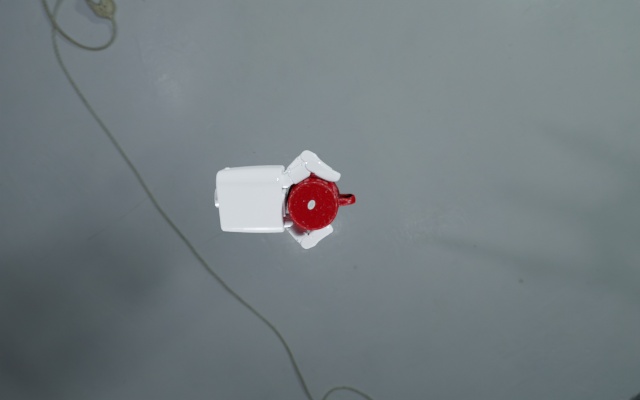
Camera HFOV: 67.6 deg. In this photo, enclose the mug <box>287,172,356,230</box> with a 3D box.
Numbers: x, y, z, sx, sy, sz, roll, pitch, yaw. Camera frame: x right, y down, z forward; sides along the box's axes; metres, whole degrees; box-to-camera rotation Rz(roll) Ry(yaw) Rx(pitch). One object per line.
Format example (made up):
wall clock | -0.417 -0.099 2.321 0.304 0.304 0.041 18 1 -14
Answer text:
mug | 0.002 0.003 0.793 0.117 0.093 0.081 -2 9 0
